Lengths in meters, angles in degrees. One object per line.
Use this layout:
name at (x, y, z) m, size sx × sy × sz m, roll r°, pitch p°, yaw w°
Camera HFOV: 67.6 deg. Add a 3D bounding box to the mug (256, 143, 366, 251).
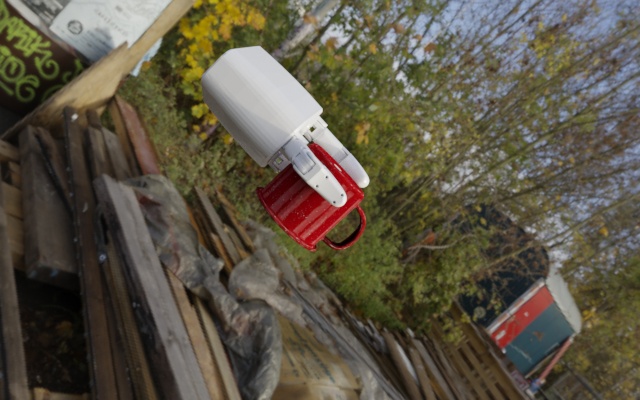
mug at (0.001, 0.003, 0.514) m, size 0.081 × 0.117 × 0.093 m, roll -43°, pitch 7°, yaw 8°
